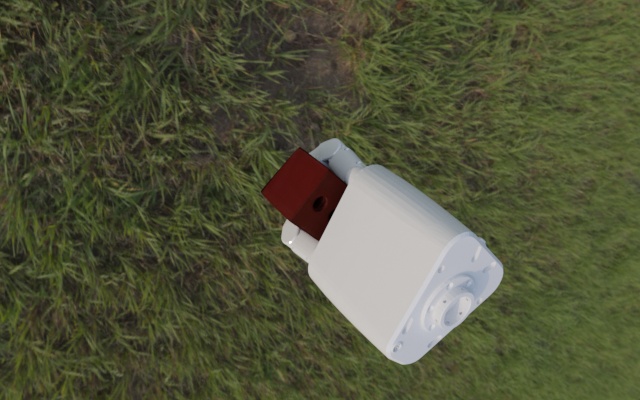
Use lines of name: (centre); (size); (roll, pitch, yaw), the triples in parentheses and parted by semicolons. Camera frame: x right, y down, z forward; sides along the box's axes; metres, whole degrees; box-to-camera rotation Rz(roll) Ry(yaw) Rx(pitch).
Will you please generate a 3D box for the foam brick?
foam brick: (0.000, 0.001, 0.412); (0.078, 0.053, 0.051); (37, 3, -43)
